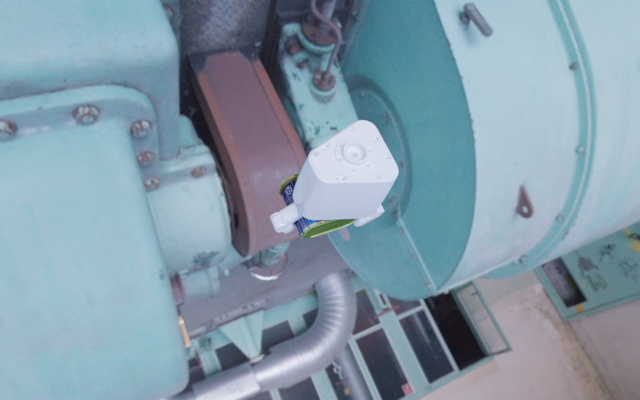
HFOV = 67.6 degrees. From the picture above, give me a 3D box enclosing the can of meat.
[{"bbox_3d":[0.000,0.003,0.711,0.102,0.084,0.057,-17,-21,-24],"label":"can of meat"}]
